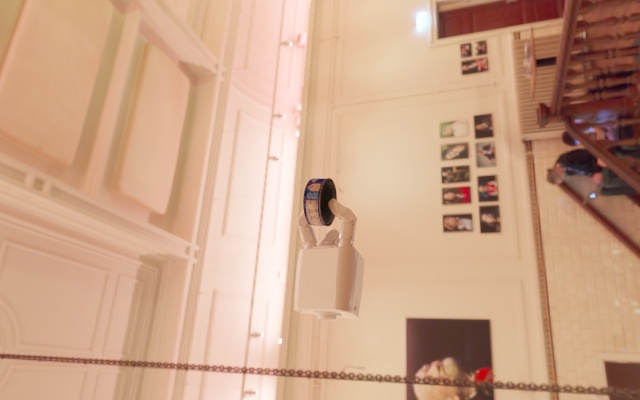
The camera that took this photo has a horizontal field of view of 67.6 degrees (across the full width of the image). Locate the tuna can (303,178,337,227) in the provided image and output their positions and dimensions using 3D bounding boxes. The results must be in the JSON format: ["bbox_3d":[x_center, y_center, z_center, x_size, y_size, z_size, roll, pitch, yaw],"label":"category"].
[{"bbox_3d":[0.000,0.003,0.847,0.034,0.086,0.086,2,0,21],"label":"tuna can"}]
